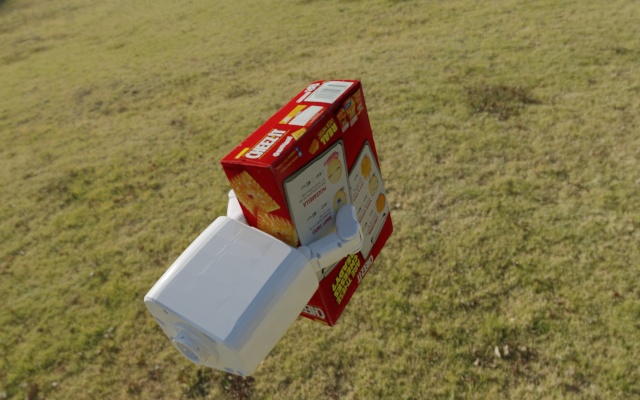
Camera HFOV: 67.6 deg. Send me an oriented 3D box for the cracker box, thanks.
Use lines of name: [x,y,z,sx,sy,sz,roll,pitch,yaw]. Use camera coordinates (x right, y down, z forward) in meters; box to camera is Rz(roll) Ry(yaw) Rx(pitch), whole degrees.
cracker box: [0.000,0.002,0.520,0.072,0.214,0.164,10,44,33]
